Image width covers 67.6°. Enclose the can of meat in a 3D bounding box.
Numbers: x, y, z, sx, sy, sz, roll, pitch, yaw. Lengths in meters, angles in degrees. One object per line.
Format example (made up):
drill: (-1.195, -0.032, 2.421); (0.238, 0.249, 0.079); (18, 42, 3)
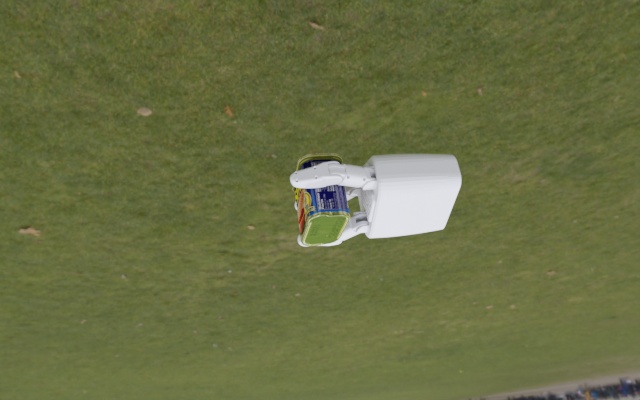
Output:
can of meat: (0.000, 0.002, 0.609); (0.057, 0.084, 0.102); (-3, -26, -12)
